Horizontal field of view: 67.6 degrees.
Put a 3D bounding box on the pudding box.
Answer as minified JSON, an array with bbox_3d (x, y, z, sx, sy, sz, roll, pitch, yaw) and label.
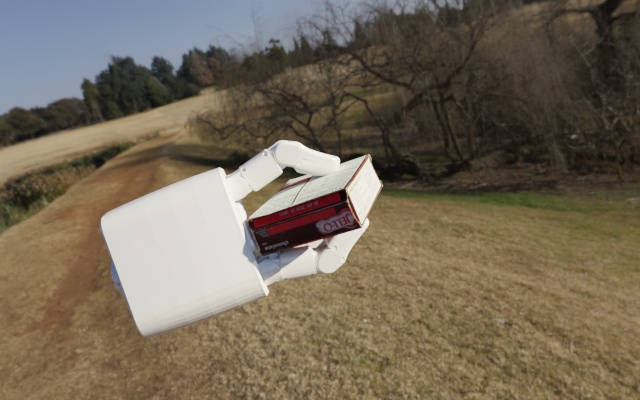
[{"bbox_3d":[0.000,0.001,0.417,0.090,0.039,0.113,-17,15,21],"label":"pudding box"}]
